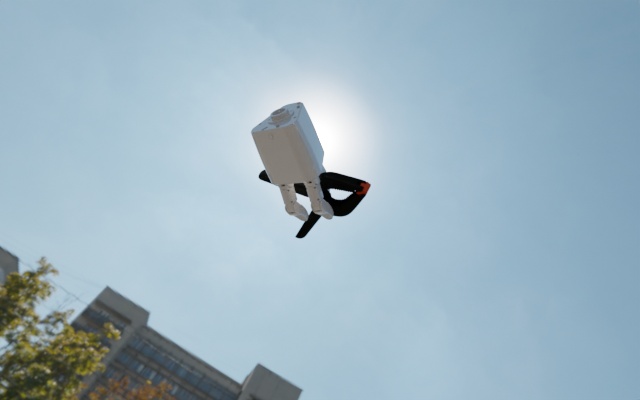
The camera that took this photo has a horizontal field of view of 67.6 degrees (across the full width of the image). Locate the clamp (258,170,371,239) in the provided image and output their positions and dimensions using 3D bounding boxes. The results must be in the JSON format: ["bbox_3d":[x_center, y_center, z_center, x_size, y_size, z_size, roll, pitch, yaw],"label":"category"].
[{"bbox_3d":[0.001,0.002,0.894,0.210,0.165,0.036,-5,35,29],"label":"clamp"}]
